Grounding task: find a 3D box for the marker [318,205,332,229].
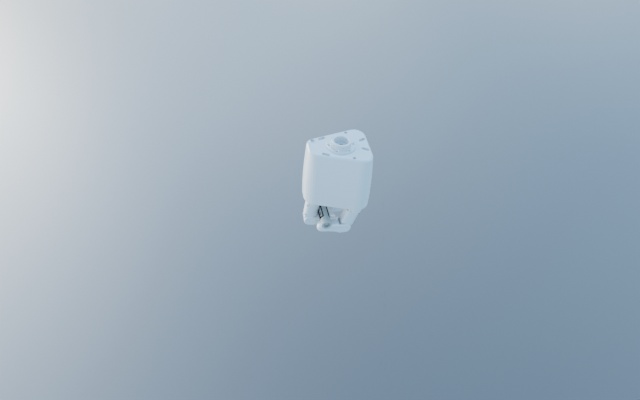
[{"bbox_3d":[0.000,0.003,0.876,0.020,0.020,0.121,0,42,-14],"label":"marker"}]
